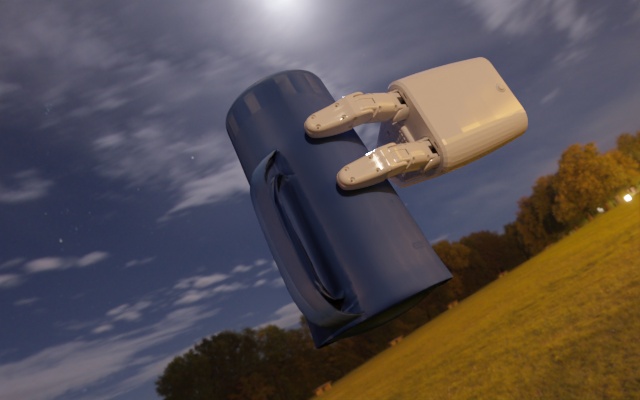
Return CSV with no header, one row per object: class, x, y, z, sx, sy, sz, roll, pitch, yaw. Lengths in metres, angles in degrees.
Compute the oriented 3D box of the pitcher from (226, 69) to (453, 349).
pitcher,0.000,0.001,0.438,0.145,0.242,0.149,-23,-18,-17
